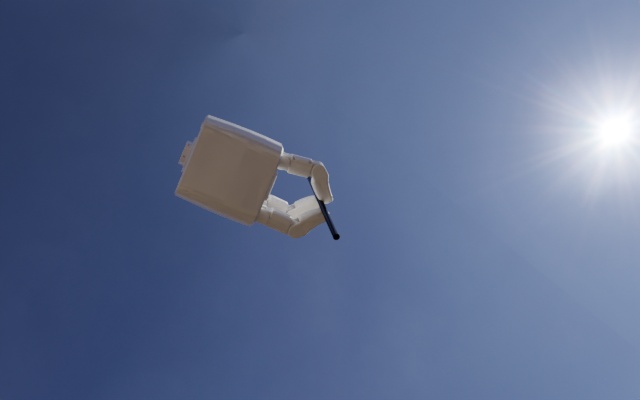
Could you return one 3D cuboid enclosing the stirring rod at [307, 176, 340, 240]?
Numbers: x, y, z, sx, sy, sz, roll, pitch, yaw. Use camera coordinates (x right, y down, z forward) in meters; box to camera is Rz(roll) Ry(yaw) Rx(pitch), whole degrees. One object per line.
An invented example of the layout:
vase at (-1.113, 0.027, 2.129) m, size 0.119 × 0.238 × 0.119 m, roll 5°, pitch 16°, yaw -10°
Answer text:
stirring rod at (0.000, 0.002, 0.653) m, size 0.011 × 0.011 × 0.239 m, roll 0°, pitch 19°, yaw -9°
